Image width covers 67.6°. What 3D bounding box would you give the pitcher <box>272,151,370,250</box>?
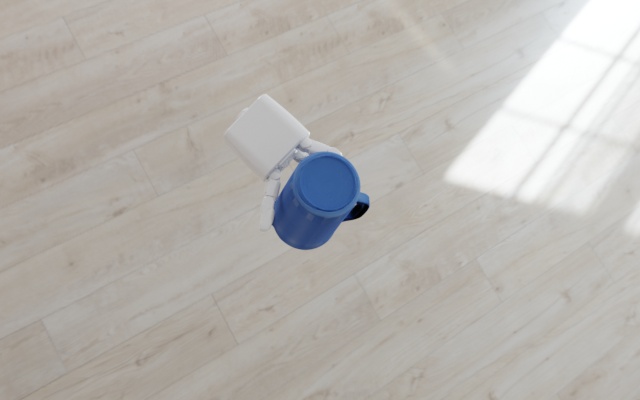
[{"bbox_3d":[0.000,0.003,0.839,0.149,0.145,0.243,-44,-3,-18],"label":"pitcher"}]
